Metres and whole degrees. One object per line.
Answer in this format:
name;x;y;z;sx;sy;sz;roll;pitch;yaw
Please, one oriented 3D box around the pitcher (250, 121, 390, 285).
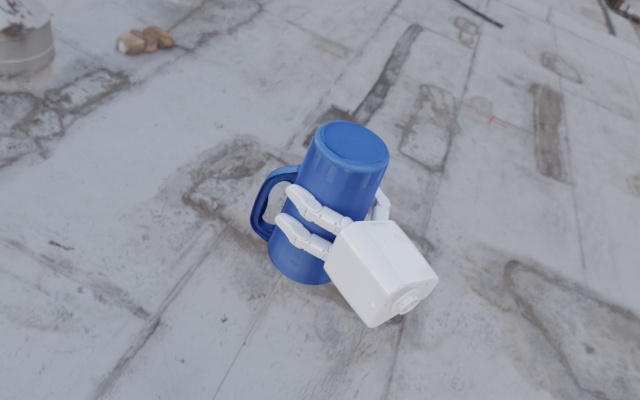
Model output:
pitcher;0.000;0.002;0.712;0.149;0.243;0.145;-12;52;-33
